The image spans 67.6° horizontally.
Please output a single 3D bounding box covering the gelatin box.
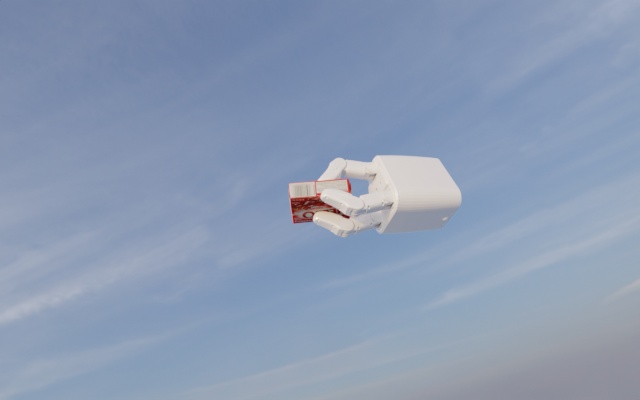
[{"bbox_3d":[0.000,0.002,0.703,0.089,0.030,0.073,-4,-32,-1],"label":"gelatin box"}]
